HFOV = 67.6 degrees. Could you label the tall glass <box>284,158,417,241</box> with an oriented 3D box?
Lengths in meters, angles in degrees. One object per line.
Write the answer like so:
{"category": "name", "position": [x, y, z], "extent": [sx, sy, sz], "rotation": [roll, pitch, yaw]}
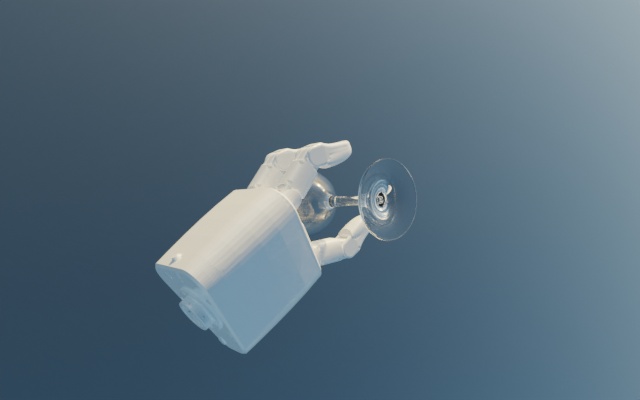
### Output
{"category": "tall glass", "position": [0.001, 0.002, 0.505], "extent": [0.079, 0.079, 0.201], "rotation": [0, -1, -38]}
